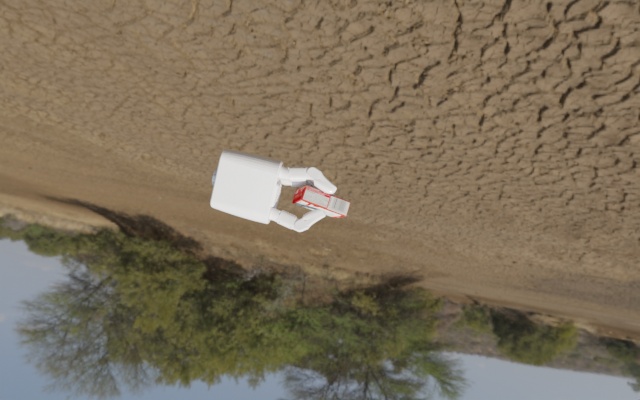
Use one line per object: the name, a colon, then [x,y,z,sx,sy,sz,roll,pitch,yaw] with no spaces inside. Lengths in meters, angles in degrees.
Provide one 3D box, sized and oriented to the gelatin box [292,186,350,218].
gelatin box: [0.000,0.003,0.856,0.089,0.030,0.073,20,-9,-12]
